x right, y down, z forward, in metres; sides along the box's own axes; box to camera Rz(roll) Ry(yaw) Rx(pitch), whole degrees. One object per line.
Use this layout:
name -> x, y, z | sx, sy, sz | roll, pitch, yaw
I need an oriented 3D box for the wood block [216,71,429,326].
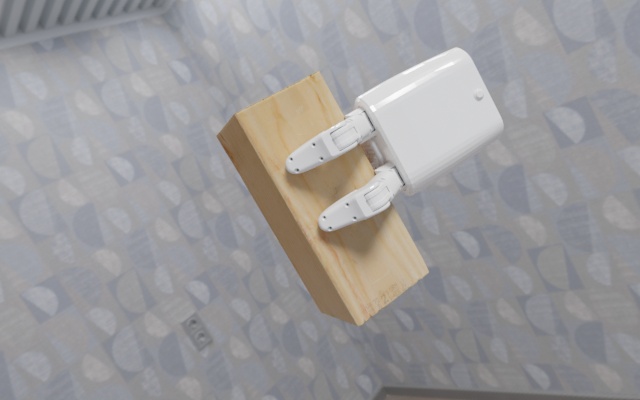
wood block -> 0.000, 0.001, 0.449 | 0.090, 0.206, 0.091 | -32, 8, -20
